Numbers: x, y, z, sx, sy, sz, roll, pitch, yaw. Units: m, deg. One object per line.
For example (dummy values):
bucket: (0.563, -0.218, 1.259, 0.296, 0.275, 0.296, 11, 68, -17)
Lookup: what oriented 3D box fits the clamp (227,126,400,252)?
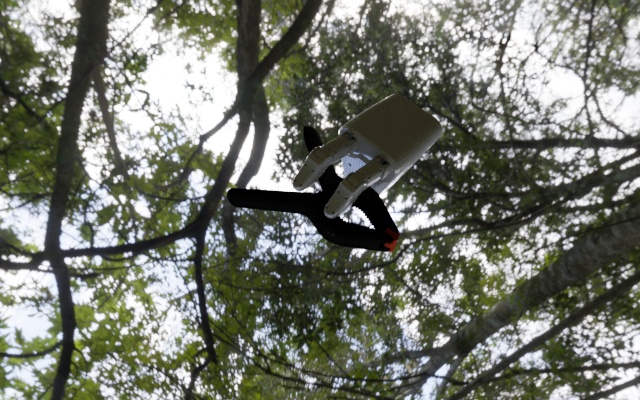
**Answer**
clamp: (0.001, 0.003, 0.597, 0.164, 0.210, 0.036, -38, -25, -28)
